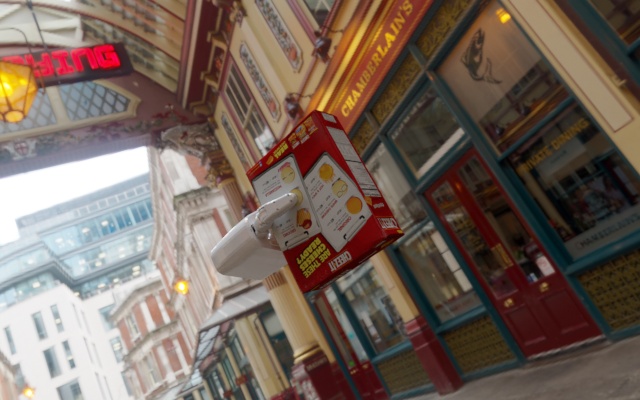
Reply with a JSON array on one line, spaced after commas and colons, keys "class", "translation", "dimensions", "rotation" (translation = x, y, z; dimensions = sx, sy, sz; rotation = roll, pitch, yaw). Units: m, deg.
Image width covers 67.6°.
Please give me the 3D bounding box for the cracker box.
[{"class": "cracker box", "translation": [0.000, 0.002, 0.706], "dimensions": [0.164, 0.213, 0.072], "rotation": [-38, -21, 29]}]
